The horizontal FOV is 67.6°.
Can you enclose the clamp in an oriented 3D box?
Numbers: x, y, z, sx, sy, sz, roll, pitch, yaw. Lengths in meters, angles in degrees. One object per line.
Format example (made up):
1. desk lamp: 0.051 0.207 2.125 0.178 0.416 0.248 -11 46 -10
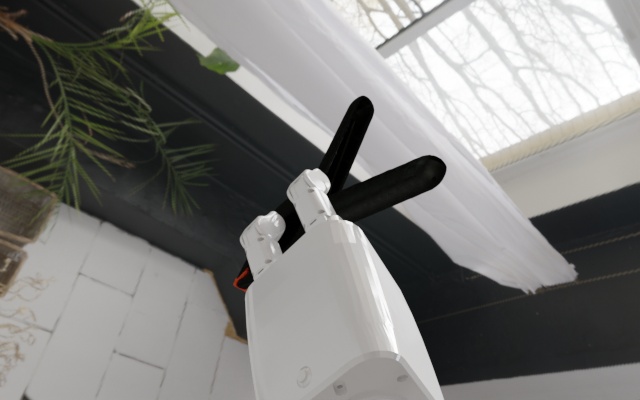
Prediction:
1. clamp: 0.000 0.002 0.423 0.036 0.210 0.164 37 20 -28
